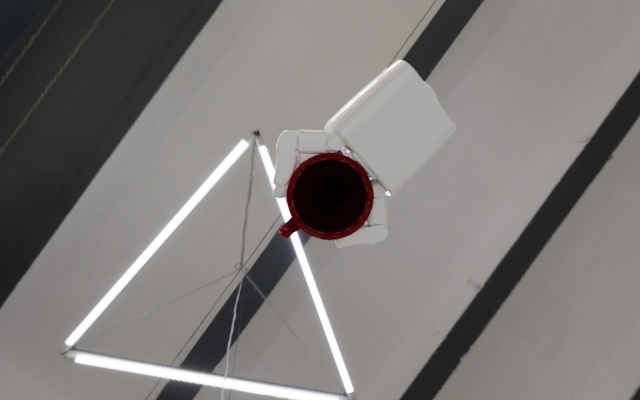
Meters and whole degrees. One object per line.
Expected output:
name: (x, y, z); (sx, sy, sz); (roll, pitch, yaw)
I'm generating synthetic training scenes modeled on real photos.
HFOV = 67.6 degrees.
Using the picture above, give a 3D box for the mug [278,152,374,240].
mug: (-0.001, 0.003, 0.545); (0.117, 0.093, 0.081); (-42, 4, 1)
